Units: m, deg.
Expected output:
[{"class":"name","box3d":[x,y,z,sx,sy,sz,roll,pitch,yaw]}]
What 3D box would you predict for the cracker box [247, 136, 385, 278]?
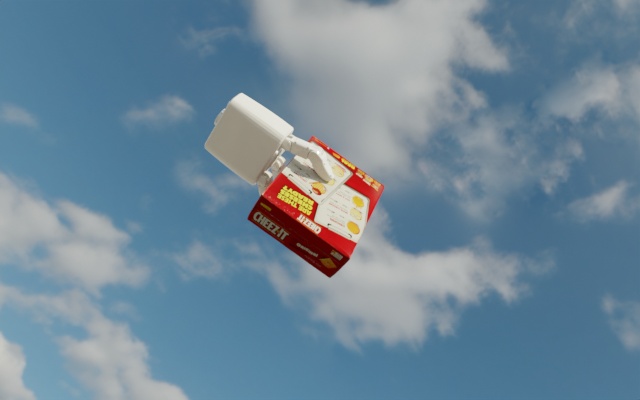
[{"class":"cracker box","box3d":[0.000,0.002,0.801,0.164,0.072,0.213,35,39,-2]}]
